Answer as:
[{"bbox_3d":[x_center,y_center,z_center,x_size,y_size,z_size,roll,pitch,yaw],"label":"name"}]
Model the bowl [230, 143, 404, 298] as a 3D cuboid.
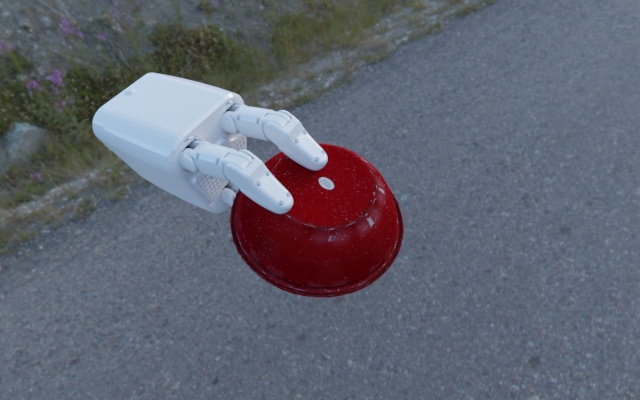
[{"bbox_3d":[0.001,0.002,0.425,0.162,0.162,0.055,0,-36,-7],"label":"bowl"}]
